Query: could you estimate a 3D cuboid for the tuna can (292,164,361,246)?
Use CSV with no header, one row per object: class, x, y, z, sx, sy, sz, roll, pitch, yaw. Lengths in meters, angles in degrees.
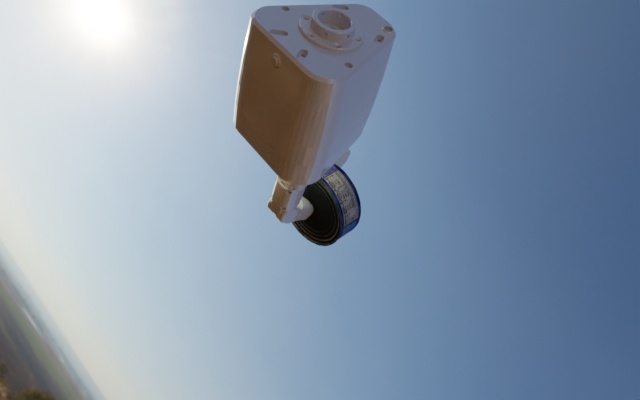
tuna can,0.000,0.001,0.492,0.033,0.086,0.086,-31,19,-36
